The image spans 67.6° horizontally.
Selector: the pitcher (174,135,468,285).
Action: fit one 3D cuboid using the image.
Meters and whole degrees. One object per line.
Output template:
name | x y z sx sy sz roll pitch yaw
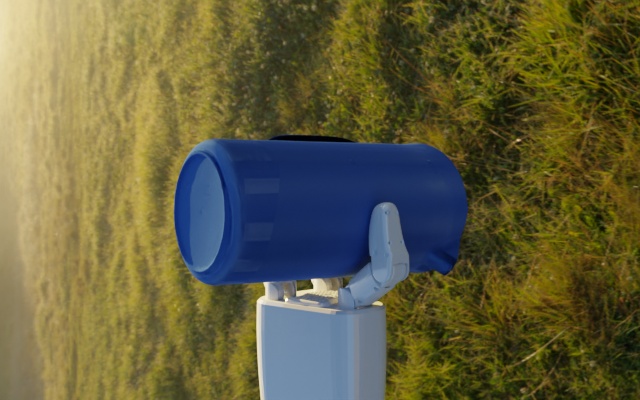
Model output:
pitcher | 0.000 0.002 0.427 0.243 0.145 0.149 0 -1 -39
